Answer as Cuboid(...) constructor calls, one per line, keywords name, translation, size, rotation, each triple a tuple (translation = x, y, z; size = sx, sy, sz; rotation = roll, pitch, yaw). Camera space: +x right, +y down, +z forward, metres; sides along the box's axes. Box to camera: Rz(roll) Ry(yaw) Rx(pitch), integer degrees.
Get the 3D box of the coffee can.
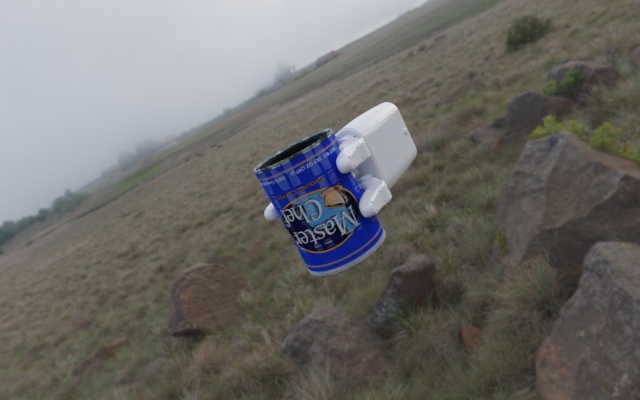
Cuboid(name="coffee can", translation=(0.000, 0.002, 0.555), size=(0.103, 0.140, 0.102), rotation=(-26, 14, 7))
